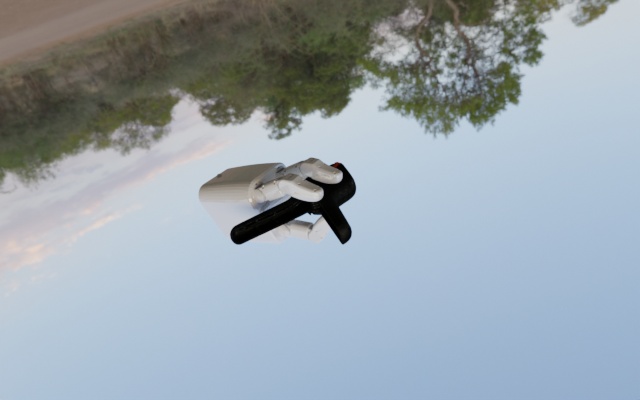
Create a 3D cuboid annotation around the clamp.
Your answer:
[{"bbox_3d":[0.000,0.003,0.644,0.164,0.036,0.210,2,29,32],"label":"clamp"}]
